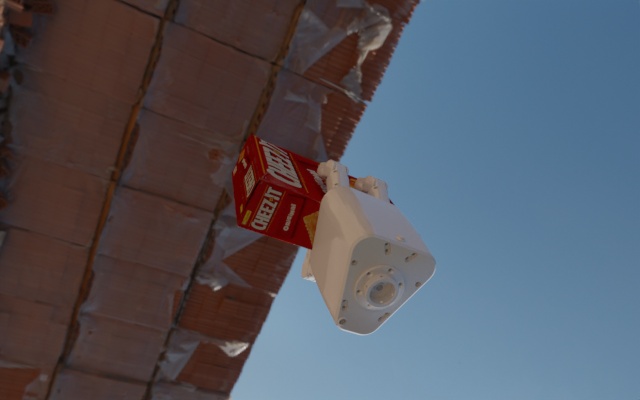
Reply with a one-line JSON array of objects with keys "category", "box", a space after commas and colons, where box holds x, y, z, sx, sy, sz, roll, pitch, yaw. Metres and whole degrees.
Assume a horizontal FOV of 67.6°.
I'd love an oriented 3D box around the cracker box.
[{"category": "cracker box", "box": [0.000, 0.002, 0.617, 0.214, 0.072, 0.164, 21, 18, -21]}]
